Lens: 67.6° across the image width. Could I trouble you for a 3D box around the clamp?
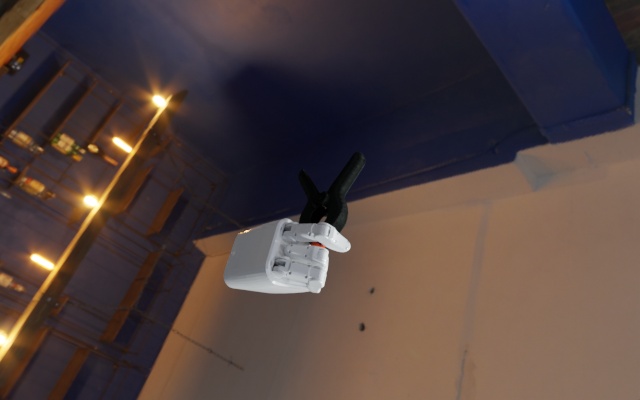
[{"bbox_3d":[0.001,0.003,0.732,0.120,0.171,0.039,-12,-44,40],"label":"clamp"}]
